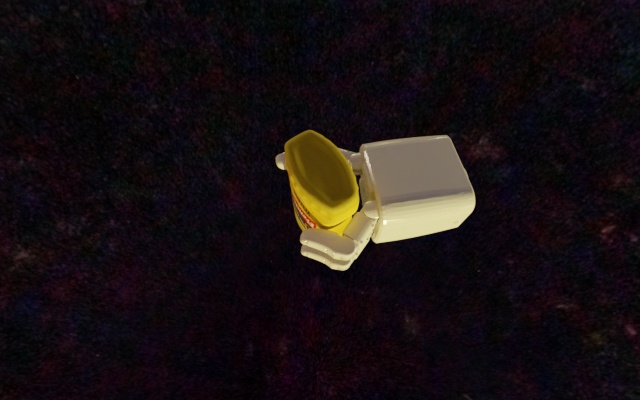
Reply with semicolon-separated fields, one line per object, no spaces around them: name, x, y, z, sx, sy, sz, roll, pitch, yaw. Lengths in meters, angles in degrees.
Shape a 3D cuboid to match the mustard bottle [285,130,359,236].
mustard bottle;0.000;0.002;0.556;0.058;0.096;0.192;-32;-17;-11
